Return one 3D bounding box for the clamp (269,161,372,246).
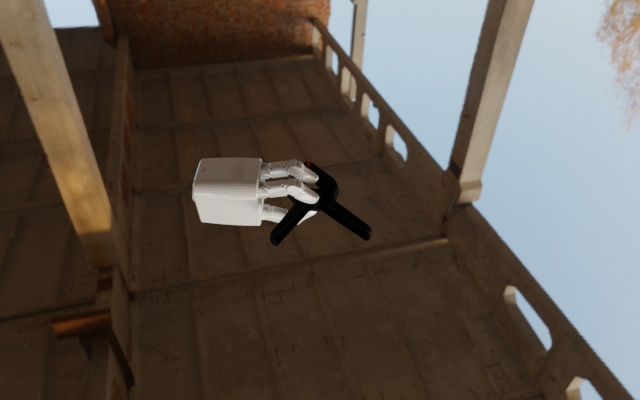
[{"bbox_3d":[0.000,0.003,0.828,0.164,0.036,0.209,3,39,-3],"label":"clamp"}]
